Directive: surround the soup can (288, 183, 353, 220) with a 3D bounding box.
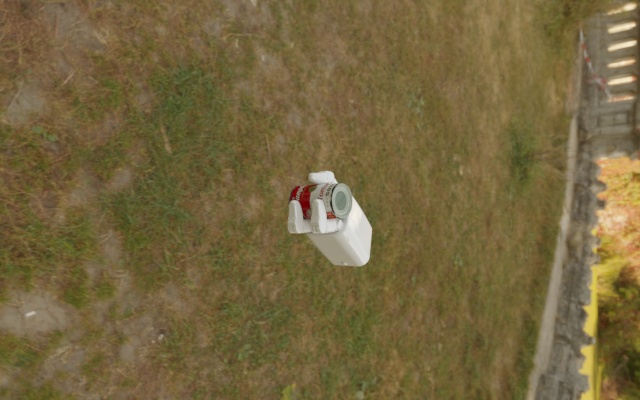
[{"bbox_3d":[0.000,0.002,0.892,0.102,0.068,0.068,-2,-2,38],"label":"soup can"}]
